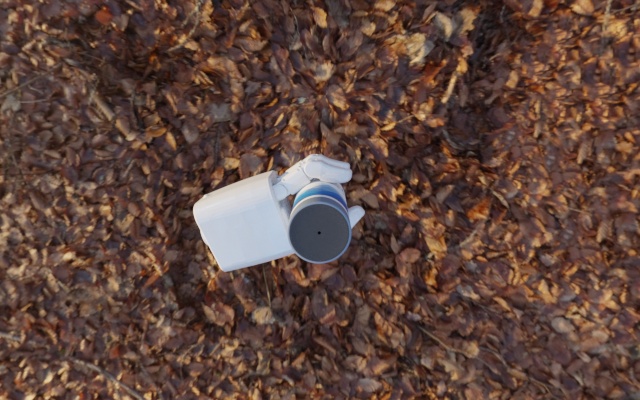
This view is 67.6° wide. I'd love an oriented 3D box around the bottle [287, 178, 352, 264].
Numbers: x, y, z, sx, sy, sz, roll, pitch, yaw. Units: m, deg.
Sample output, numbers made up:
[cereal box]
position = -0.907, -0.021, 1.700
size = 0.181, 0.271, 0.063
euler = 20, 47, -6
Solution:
[bottle]
position = 0.000, 0.002, 0.631
size = 0.069, 0.069, 0.295
euler = 0, 12, 1
